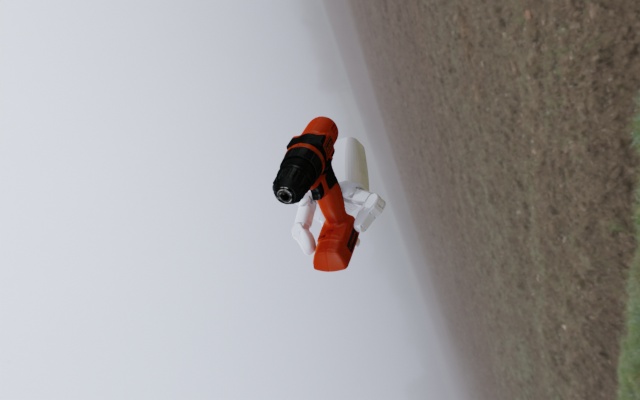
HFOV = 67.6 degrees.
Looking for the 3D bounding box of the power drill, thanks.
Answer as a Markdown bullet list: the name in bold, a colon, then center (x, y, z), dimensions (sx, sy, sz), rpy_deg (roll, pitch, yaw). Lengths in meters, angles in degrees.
- **power drill**: center (0.000, 0.002, 0.640), dimensions (0.057, 0.188, 0.184), rpy_deg (-2, 33, 21)
